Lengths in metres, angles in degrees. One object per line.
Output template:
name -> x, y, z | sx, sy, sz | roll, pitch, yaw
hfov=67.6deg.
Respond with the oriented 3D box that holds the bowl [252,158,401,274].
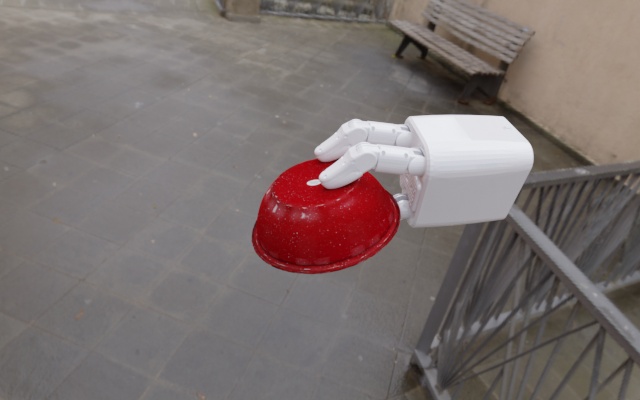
bowl -> -0.001, 0.002, 0.497 | 0.162, 0.055, 0.162 | -9, 34, 6
